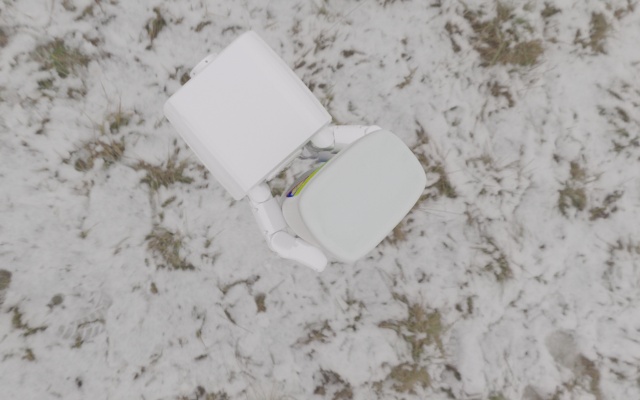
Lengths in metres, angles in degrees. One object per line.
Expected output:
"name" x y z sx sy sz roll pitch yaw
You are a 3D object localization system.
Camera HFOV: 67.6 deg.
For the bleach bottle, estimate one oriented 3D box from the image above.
"bleach bottle" 0.000 0.001 0.458 0.102 0.068 0.251 -43 8 -14
